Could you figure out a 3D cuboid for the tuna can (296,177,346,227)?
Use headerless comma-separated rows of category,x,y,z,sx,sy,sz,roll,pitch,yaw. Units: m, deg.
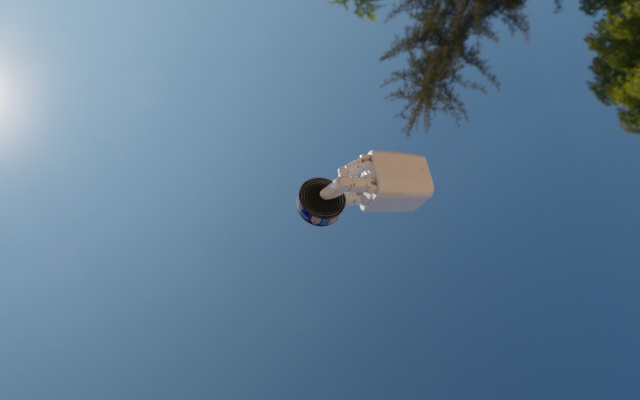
tuna can,0.000,0.003,0.853,0.086,0.086,0.034,0,-33,-17
